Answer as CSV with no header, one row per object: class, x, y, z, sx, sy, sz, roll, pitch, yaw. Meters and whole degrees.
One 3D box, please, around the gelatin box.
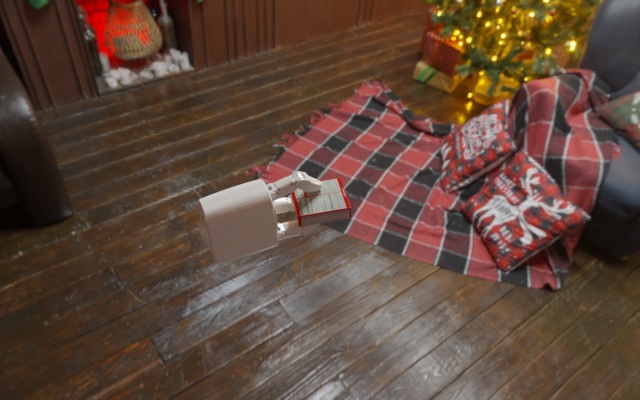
gelatin box,0.000,0.002,0.797,0.089,0.073,0.030,-10,-42,-7
